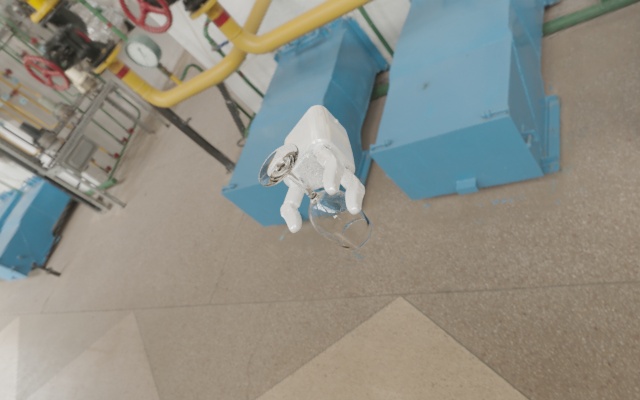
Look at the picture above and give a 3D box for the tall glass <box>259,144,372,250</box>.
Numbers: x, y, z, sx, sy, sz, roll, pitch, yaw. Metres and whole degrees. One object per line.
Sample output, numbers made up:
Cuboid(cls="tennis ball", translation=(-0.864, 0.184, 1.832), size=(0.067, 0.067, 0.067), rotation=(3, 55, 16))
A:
Cuboid(cls="tall glass", translation=(0.000, 0.002, 0.734), size=(0.079, 0.079, 0.201), rotation=(0, -33, 46))
